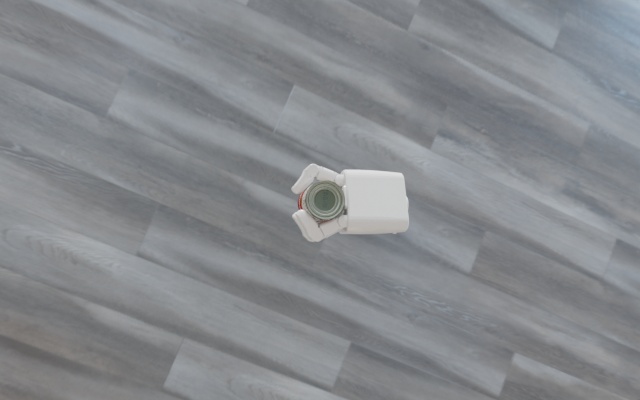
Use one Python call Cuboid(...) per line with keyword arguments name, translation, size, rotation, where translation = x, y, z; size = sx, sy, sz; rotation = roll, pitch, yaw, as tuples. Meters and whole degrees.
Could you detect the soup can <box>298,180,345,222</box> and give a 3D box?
Cuboid(name="soup can", translation=(0.000, 0.003, 0.823), size=(0.068, 0.068, 0.102), rotation=(0, -4, -9))
